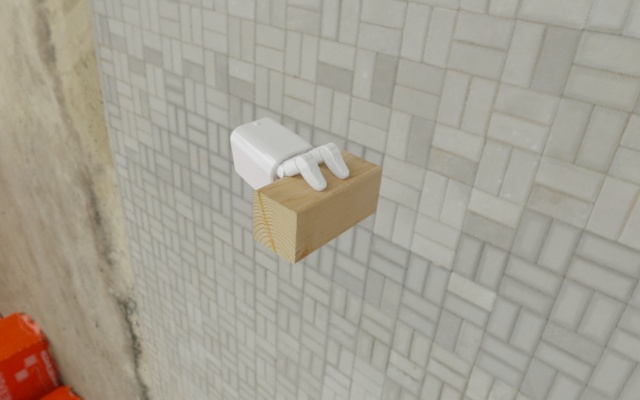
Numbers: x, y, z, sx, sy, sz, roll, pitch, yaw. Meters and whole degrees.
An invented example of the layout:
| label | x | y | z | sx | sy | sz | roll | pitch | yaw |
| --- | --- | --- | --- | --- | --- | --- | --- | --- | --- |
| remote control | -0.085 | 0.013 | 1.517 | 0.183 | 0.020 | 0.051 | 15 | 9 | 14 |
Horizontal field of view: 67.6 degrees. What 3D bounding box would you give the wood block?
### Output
| label | x | y | z | sx | sy | sz | roll | pitch | yaw |
| --- | --- | --- | --- | --- | --- | --- | --- | --- | --- |
| wood block | 0.000 | 0.003 | 0.755 | 0.090 | 0.091 | 0.206 | 28 | 38 | 32 |
